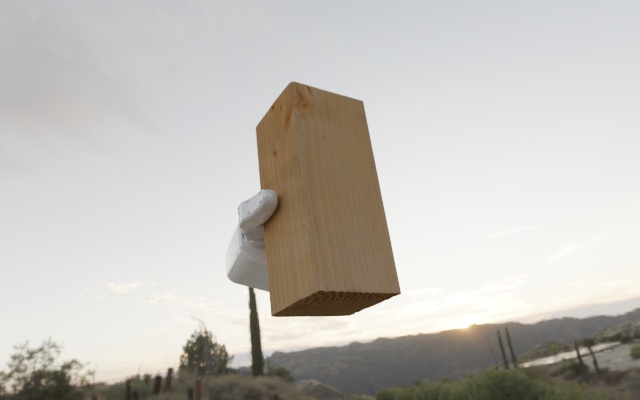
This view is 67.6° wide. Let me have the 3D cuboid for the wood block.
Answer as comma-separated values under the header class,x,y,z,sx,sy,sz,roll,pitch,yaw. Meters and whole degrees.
class,x,y,z,sx,sy,sz,roll,pitch,yaw
wood block,0.000,0.002,0.468,0.091,0.206,0.090,7,-28,-31
